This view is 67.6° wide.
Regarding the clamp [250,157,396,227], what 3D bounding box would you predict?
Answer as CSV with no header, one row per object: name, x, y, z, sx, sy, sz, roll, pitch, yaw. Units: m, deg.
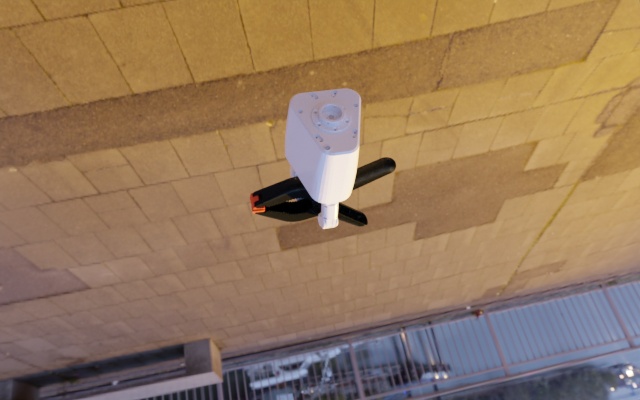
clamp,0.000,0.003,0.726,0.210,0.036,0.165,-8,-34,-10
